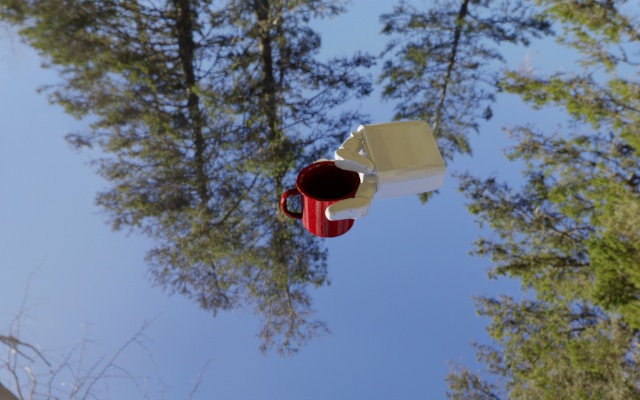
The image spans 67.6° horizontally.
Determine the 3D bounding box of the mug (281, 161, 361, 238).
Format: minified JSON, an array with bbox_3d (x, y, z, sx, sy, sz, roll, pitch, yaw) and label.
[{"bbox_3d":[-0.001,0.003,0.706,0.117,0.082,0.093,-8,42,-8],"label":"mug"}]
